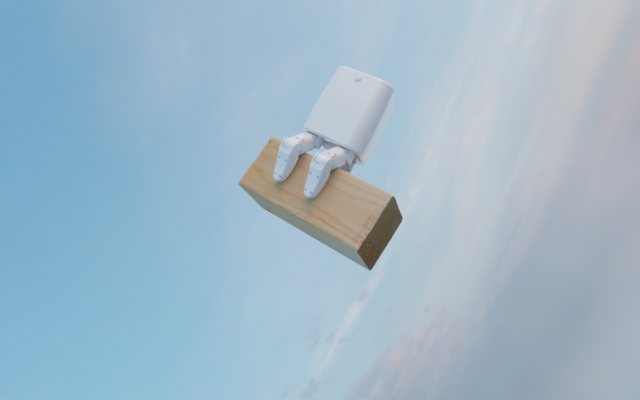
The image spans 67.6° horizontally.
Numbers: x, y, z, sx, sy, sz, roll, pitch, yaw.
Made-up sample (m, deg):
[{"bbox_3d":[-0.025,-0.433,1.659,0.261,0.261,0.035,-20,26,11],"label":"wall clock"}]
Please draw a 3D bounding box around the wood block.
[{"bbox_3d":[0.000,0.002,0.675,0.206,0.090,0.091,28,-12,27],"label":"wood block"}]
